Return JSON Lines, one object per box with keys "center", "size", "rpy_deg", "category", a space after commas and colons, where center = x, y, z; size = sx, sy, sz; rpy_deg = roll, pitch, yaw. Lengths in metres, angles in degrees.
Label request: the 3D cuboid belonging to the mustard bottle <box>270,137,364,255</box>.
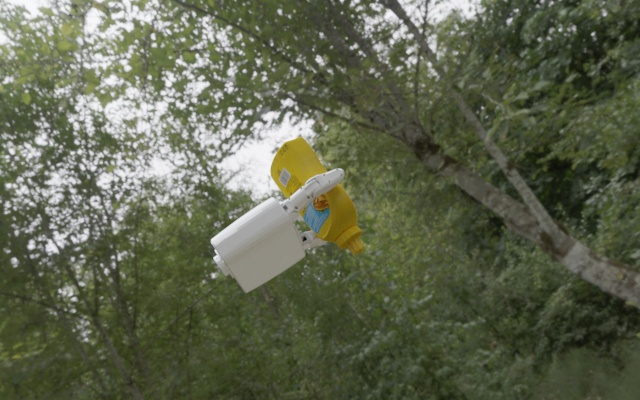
{"center": [0.000, 0.002, 0.715], "size": [0.058, 0.191, 0.096], "rpy_deg": [-24, -23, -35], "category": "mustard bottle"}
